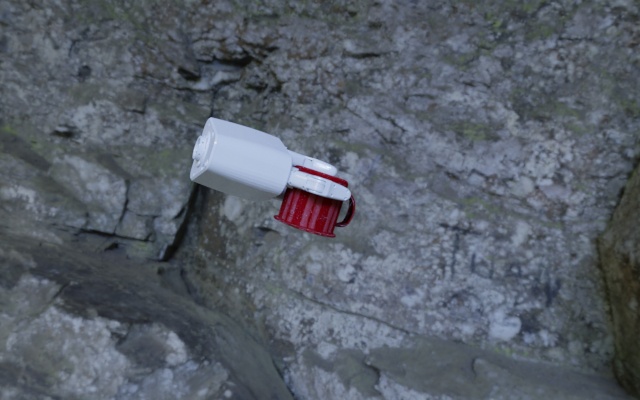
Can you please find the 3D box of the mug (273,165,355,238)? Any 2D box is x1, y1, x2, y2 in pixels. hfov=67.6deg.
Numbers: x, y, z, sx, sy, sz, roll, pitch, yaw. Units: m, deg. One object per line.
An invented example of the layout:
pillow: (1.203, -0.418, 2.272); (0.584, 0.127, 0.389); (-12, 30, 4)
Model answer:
mug: (0.001, 0.002, 0.679); (0.117, 0.081, 0.093); (17, 3, -27)
